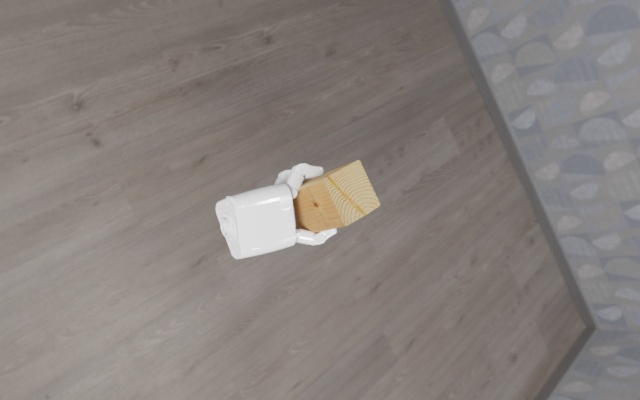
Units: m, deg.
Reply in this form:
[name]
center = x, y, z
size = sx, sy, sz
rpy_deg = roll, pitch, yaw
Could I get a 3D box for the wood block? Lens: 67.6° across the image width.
[wood block]
center = 0.000, 0.003, 0.886
size = 0.090, 0.091, 0.206
rpy_deg = -29, 7, -33
